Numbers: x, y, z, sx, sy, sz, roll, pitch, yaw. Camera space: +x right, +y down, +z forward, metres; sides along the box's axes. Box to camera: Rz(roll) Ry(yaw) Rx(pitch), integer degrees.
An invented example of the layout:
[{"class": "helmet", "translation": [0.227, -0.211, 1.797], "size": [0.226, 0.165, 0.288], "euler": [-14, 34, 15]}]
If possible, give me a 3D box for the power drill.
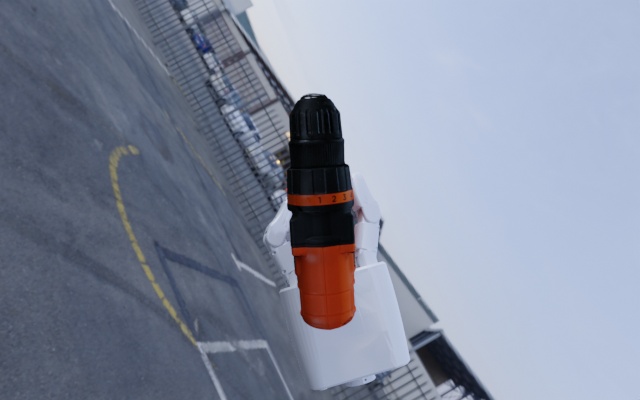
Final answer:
[{"class": "power drill", "translation": [0.000, 0.002, 0.442], "size": [0.057, 0.184, 0.187], "euler": [-2, 7, 2]}]
